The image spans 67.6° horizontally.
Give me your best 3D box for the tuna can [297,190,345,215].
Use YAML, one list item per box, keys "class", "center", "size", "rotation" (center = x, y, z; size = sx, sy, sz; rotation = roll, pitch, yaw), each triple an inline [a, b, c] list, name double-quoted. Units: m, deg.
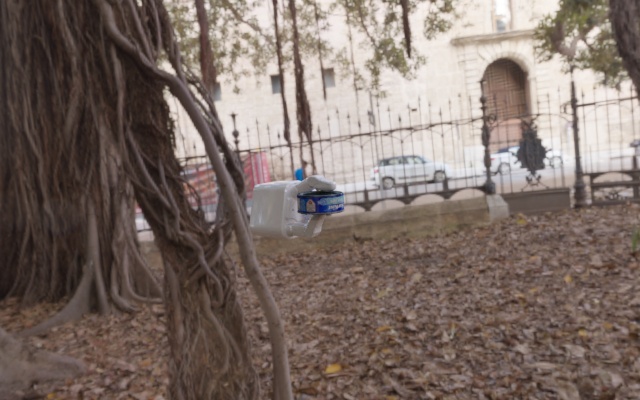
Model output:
- class: "tuna can"
  center: [0.000, 0.002, 0.857]
  size: [0.086, 0.034, 0.086]
  rotation: [-2, 7, 0]
